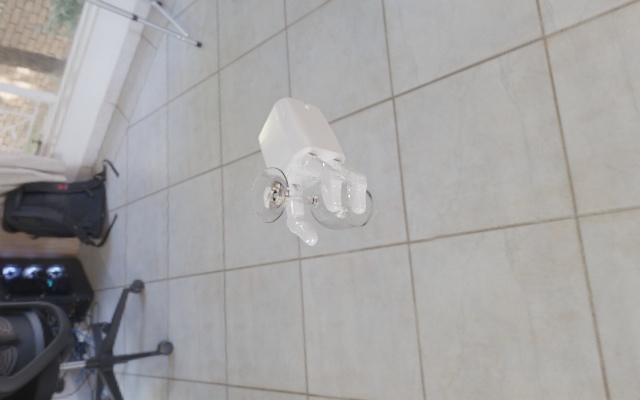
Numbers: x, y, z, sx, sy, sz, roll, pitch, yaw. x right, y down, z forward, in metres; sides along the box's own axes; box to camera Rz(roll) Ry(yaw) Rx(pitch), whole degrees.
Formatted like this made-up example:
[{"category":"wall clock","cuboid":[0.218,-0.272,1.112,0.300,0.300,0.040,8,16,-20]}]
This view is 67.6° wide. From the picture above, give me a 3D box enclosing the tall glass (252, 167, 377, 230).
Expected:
[{"category":"tall glass","cuboid":[0.000,0.002,0.701,0.079,0.079,0.201,0,-6,43]}]
